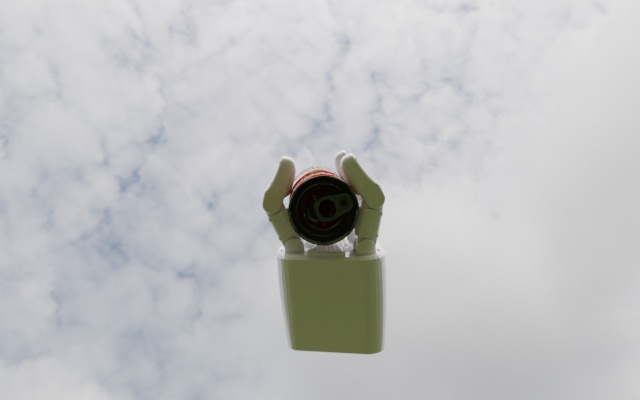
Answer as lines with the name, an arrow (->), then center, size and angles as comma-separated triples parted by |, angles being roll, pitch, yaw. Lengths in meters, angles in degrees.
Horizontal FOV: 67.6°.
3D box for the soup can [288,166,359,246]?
soup can -> 0.000, 0.001, 0.501 | 0.068, 0.068, 0.102 | 0, 10, -4
